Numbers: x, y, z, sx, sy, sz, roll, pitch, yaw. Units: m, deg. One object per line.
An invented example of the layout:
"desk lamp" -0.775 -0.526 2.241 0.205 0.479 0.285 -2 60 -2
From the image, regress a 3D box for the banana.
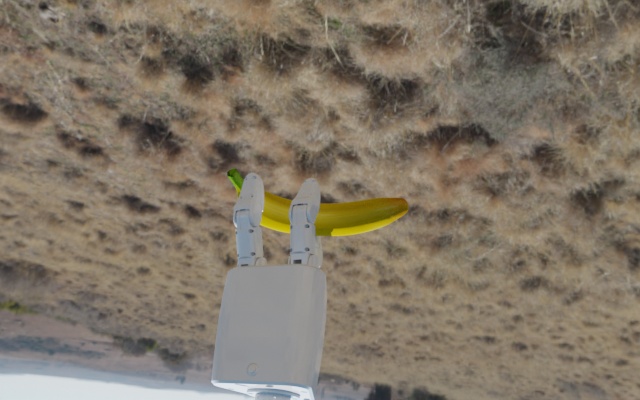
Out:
"banana" -0.006 0.012 0.527 0.198 0.037 0.070 8 -37 -3
